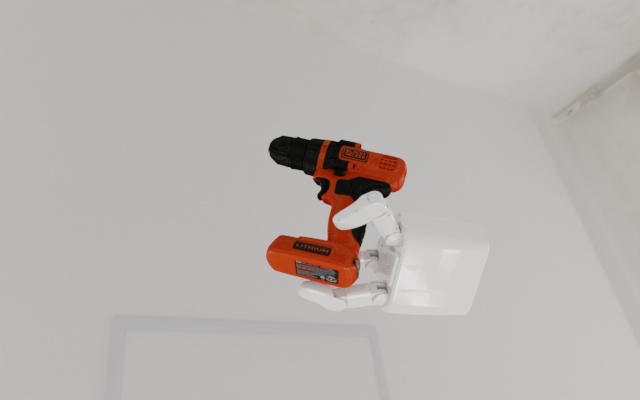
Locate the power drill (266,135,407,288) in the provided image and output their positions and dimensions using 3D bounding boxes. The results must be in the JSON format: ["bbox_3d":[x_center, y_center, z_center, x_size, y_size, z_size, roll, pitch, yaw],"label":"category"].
[{"bbox_3d":[0.000,0.002,0.583,0.184,0.187,0.057,12,-33,13],"label":"power drill"}]
